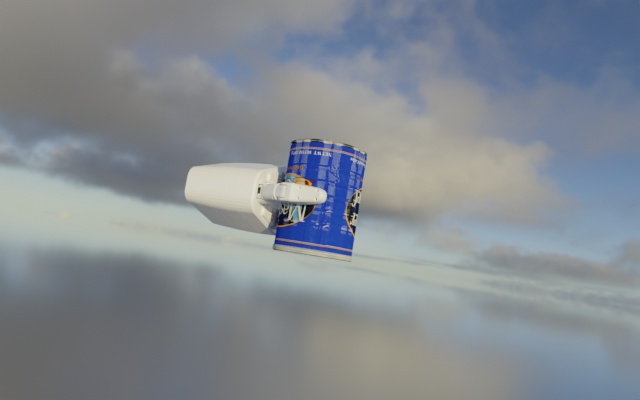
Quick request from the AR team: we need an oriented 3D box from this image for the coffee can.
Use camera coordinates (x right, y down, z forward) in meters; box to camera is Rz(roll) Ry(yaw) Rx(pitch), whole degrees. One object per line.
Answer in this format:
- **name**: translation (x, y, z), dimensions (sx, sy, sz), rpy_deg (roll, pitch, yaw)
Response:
- **coffee can**: translation (0.000, 0.002, 0.616), dimensions (0.103, 0.140, 0.103), rpy_deg (9, -6, 1)
